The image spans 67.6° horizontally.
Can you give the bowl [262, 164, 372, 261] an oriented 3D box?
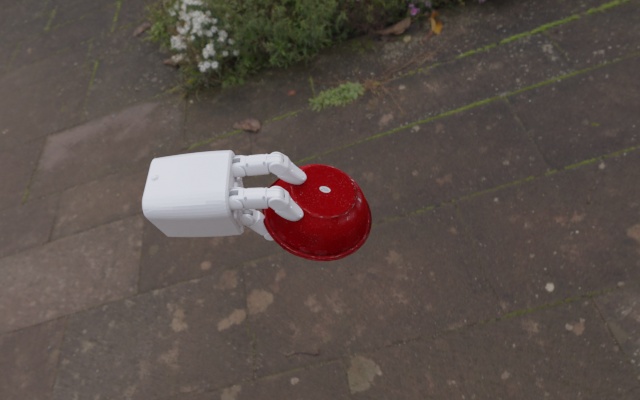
[{"bbox_3d":[0.001,0.002,0.668,0.162,0.162,0.055,0,-37,-13],"label":"bowl"}]
